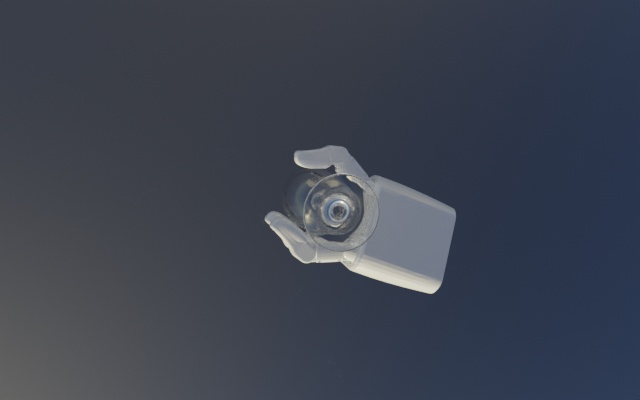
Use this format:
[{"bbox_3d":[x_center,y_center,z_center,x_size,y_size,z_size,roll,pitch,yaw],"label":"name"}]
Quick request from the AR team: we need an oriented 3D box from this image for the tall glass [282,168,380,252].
[{"bbox_3d":[0.000,0.002,0.541,0.079,0.079,0.201,0,6,-12],"label":"tall glass"}]
